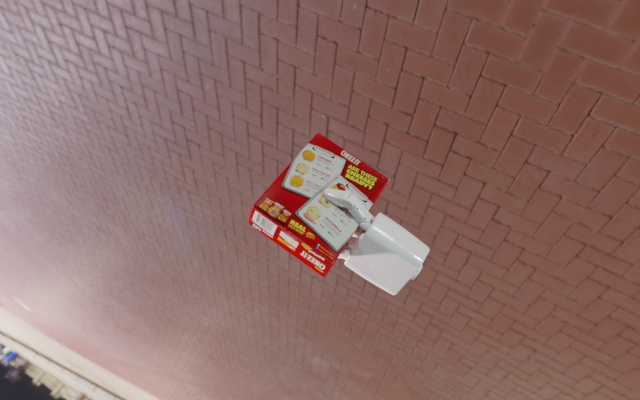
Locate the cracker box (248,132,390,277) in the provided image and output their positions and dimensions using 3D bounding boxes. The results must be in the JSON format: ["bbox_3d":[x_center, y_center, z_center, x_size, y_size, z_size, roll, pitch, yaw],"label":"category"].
[{"bbox_3d":[0.000,0.003,0.846,0.164,0.213,0.072,34,-35,5],"label":"cracker box"}]
